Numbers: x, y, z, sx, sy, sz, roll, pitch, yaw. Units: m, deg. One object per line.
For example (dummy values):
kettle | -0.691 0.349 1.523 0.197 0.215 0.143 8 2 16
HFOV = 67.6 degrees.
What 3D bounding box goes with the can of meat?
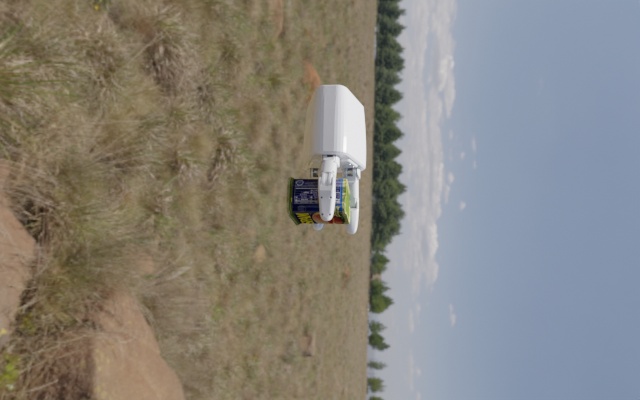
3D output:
can of meat | 0.000 0.002 0.710 0.084 0.057 0.102 0 -15 7
